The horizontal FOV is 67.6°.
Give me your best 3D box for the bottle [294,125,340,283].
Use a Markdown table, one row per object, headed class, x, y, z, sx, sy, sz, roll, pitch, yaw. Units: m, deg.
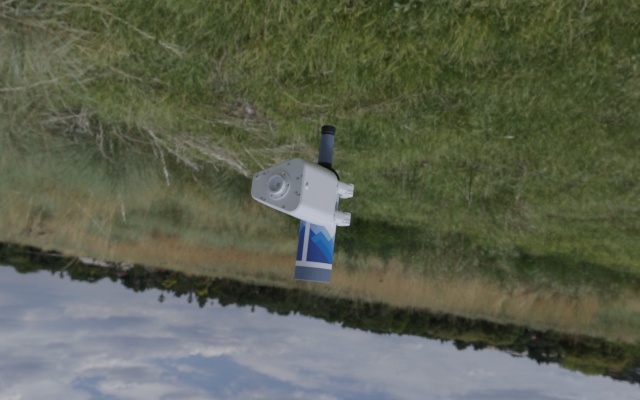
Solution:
| class | x | y | z | sx | sy | sz | roll | pitch | yaw |
| --- | --- | --- | --- | --- | --- | --- | --- | --- | --- |
| bottle | 0.000 | 0.003 | 0.896 | 0.069 | 0.295 | 0.069 | 6 | -10 | 1 |
